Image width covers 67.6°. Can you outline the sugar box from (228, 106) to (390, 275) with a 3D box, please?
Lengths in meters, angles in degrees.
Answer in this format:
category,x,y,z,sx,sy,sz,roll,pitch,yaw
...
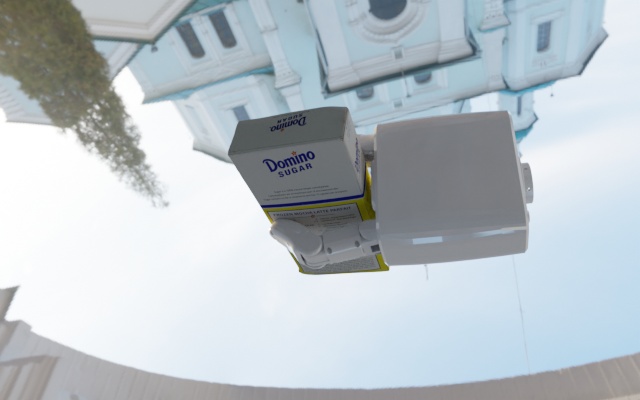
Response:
category,x,y,z,sx,sy,sz,roll,pitch,yaw
sugar box,0.000,0.001,0.416,0.093,0.048,0.176,-5,-43,16
